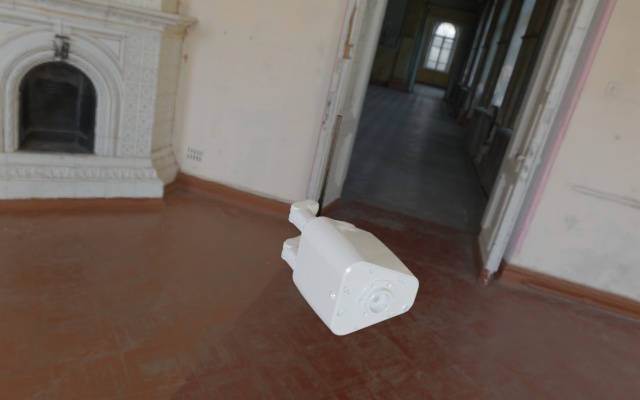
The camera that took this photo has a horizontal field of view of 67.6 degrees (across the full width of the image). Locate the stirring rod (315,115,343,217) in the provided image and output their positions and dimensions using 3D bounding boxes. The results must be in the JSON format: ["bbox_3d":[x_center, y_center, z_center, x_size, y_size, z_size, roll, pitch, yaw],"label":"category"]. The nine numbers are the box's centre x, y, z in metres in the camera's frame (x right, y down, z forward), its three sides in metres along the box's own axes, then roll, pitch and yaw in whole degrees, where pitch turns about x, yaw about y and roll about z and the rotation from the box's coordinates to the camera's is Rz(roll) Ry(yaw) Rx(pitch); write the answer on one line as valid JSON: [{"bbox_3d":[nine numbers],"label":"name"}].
[{"bbox_3d":[0.000,0.002,0.653,0.011,0.240,0.011,11,20,-4],"label":"stirring rod"}]
